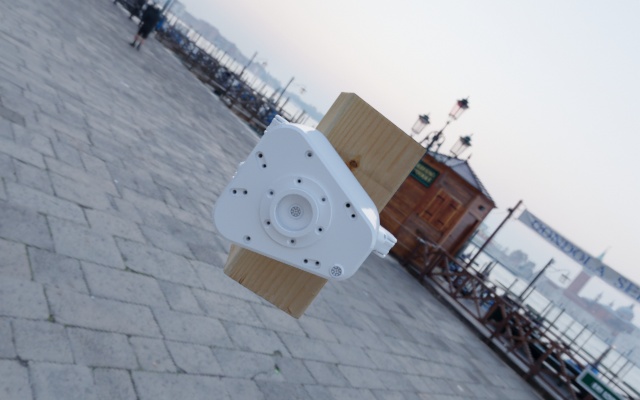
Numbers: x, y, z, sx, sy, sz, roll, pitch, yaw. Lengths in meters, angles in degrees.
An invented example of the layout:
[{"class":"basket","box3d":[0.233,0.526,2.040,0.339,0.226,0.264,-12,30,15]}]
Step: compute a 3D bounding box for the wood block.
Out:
[{"class":"wood block","box3d":[0.000,0.002,0.486,0.091,0.206,0.090,35,8,-12]}]
